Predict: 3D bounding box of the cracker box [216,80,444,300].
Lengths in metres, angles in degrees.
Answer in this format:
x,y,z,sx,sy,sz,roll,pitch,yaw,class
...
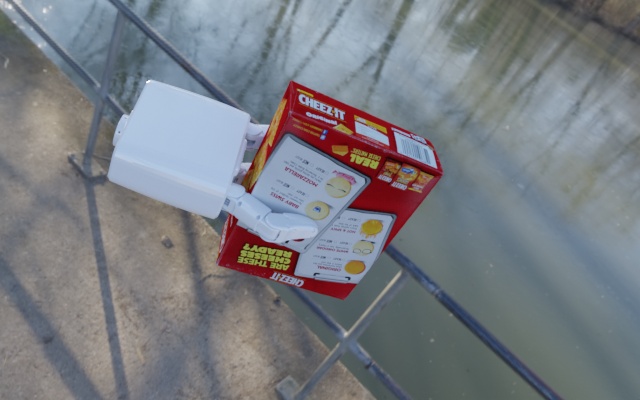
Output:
x,y,z,sx,sy,sz,roll,pitch,yaw,class
0.000,0.002,0.515,0.164,0.214,0.072,19,38,-17,cracker box
